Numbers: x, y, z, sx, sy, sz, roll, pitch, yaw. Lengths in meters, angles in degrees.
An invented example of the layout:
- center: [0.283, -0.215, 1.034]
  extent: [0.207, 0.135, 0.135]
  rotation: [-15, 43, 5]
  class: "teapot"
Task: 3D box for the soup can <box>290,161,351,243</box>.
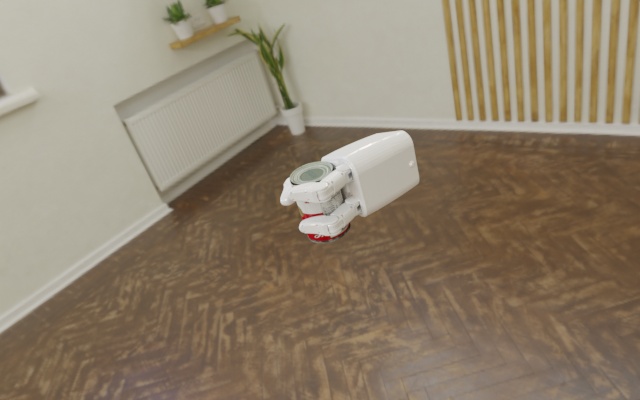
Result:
- center: [0.000, 0.002, 0.702]
  extent: [0.068, 0.102, 0.068]
  rotation: [-13, 29, 7]
  class: "soup can"
